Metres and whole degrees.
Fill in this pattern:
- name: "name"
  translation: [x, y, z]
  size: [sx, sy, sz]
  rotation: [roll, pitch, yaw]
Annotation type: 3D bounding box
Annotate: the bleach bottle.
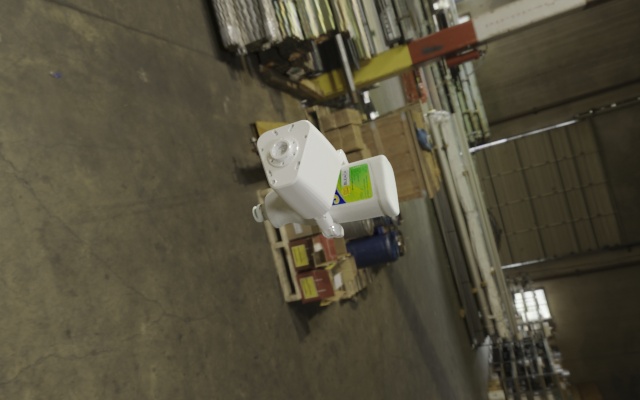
- name: "bleach bottle"
  translation: [0.000, 0.003, 0.808]
  size: [0.251, 0.102, 0.068]
  rotation: [-15, -30, 20]
